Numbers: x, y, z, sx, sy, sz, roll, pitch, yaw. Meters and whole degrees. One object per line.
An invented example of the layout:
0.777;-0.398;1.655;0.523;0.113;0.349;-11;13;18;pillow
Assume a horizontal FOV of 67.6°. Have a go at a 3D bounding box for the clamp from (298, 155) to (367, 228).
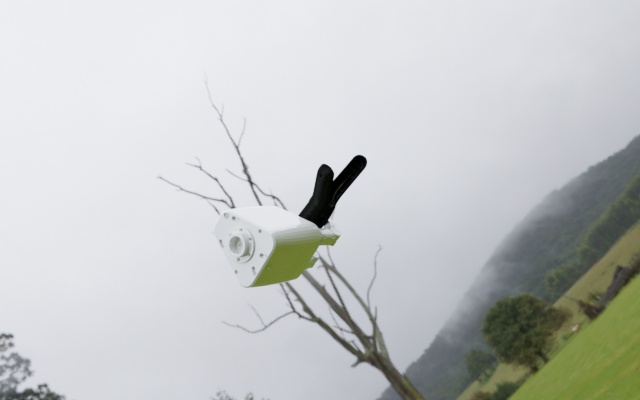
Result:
0.000;0.002;0.726;0.039;0.171;0.120;41;21;25;clamp
